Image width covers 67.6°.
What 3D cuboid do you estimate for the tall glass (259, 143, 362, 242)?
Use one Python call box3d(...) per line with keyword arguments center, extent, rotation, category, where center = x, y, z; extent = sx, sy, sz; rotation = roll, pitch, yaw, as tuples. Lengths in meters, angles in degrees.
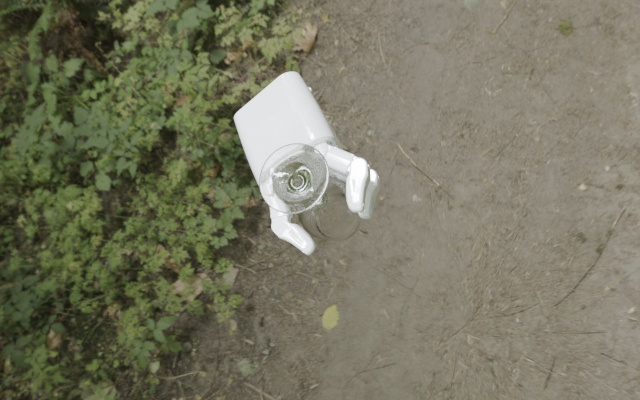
box3d(center=(0.000, 0.002, 0.567), extent=(0.079, 0.079, 0.201), rotation=(0, -15, 16), category="tall glass")
